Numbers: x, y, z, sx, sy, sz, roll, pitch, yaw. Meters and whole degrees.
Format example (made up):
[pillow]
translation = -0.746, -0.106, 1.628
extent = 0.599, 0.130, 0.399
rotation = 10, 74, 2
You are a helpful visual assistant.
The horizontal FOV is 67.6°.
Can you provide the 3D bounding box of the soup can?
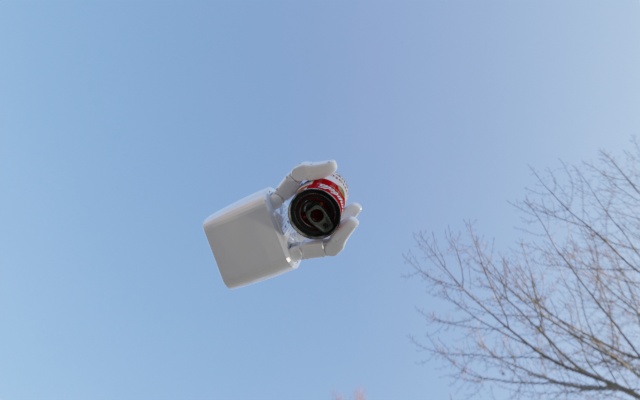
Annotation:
[soup can]
translation = 0.001, 0.002, 0.640
extent = 0.068, 0.068, 0.102
rotation = 0, 18, 10
